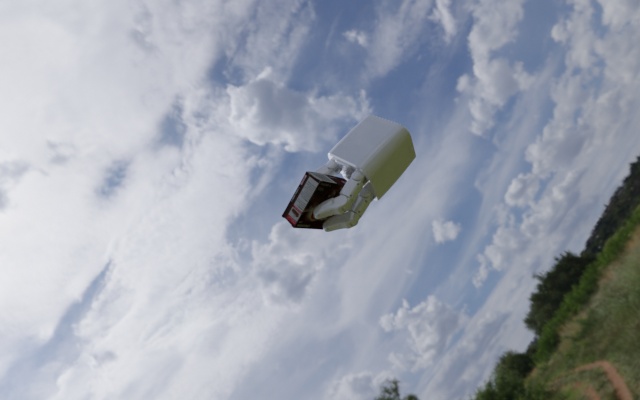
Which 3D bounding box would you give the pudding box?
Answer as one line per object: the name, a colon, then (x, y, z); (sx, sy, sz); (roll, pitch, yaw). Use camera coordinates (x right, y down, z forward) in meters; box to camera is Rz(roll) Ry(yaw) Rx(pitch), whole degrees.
pudding box: (0.000, 0.002, 0.792); (0.039, 0.090, 0.113); (39, 18, 34)
